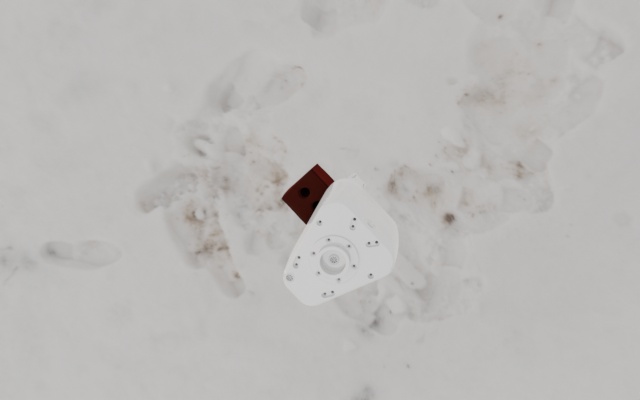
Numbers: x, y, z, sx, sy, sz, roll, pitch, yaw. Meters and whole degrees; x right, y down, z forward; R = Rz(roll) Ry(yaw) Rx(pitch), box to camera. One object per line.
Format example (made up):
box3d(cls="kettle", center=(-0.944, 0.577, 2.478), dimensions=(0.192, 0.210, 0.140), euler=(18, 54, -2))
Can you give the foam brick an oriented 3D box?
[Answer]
box3d(cls="foam brick", center=(0.000, 0.002, 0.583), dimensions=(0.053, 0.078, 0.051), euler=(-43, 3, 15))
